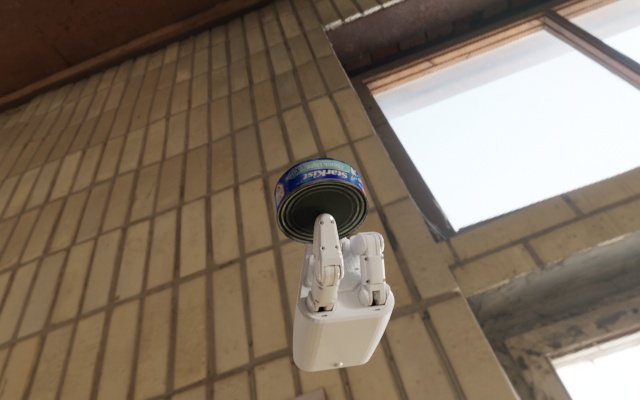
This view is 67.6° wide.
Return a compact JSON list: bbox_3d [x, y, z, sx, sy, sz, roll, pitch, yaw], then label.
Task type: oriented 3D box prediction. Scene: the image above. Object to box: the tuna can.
[{"bbox_3d":[0.000,0.001,0.447,0.086,0.033,0.086,-6,-43,-6],"label":"tuna can"}]
